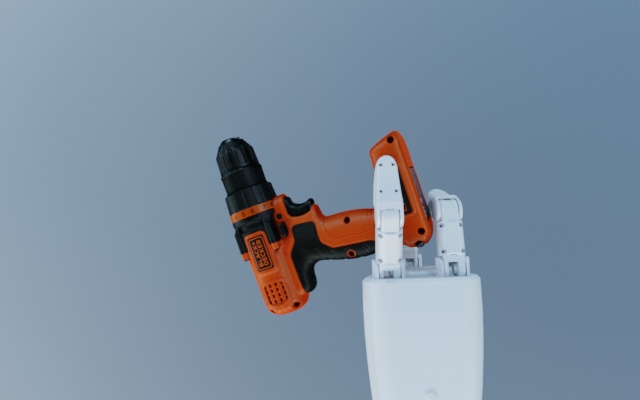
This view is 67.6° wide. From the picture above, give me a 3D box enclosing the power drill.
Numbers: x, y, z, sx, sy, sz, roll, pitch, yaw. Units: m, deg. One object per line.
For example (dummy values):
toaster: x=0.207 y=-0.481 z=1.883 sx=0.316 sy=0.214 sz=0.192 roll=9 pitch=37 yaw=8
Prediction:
power drill: x=0.001 y=0.002 z=0.460 sx=0.188 sy=0.184 sz=0.057 roll=-21 pitch=0 yaw=19
